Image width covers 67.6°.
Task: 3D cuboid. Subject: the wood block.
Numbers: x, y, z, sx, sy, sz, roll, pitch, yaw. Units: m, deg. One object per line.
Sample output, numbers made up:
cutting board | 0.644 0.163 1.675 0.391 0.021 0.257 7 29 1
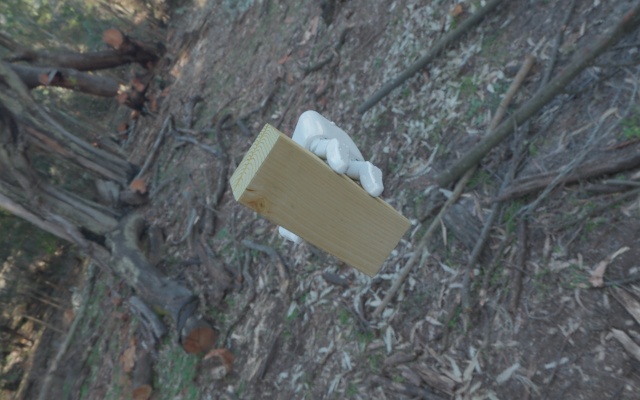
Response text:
wood block | 0.000 0.002 0.605 0.206 0.091 0.090 32 7 -23
